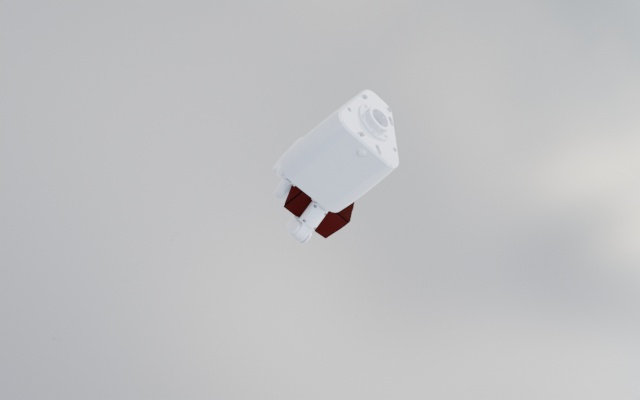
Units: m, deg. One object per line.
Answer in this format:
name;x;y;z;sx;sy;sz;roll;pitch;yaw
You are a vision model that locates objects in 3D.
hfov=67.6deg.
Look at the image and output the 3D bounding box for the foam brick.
foam brick;0.000;0.002;0.637;0.078;0.053;0.051;38;-50;-19
